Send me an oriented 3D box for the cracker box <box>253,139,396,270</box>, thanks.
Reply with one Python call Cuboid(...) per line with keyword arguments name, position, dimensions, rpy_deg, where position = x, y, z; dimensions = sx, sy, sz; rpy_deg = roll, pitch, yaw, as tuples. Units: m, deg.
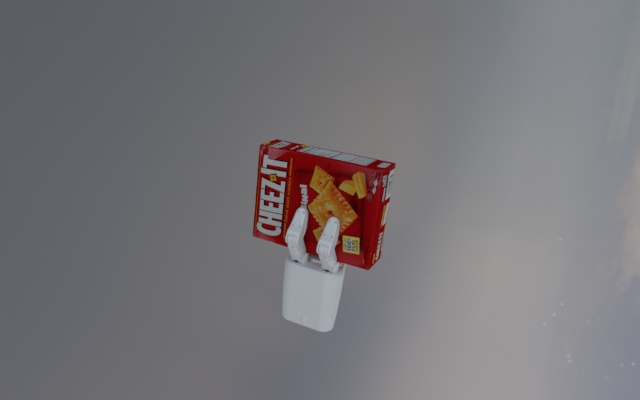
Cuboid(name="cracker box", position=(0.000, 0.003, 0.773), dimensions=(0.213, 0.164, 0.072), rpy_deg=(14, 18, 21))
